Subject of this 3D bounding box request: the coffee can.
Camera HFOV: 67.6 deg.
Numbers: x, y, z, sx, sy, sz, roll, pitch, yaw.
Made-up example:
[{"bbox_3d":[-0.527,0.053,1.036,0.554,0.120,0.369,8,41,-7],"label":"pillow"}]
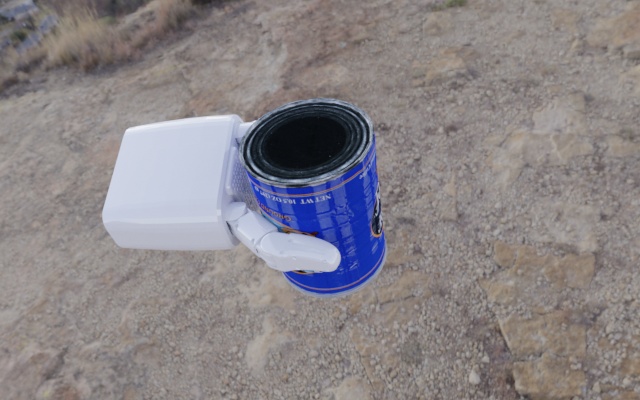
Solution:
[{"bbox_3d":[0.000,0.001,0.404,0.103,0.102,0.140,0,-44,13],"label":"coffee can"}]
